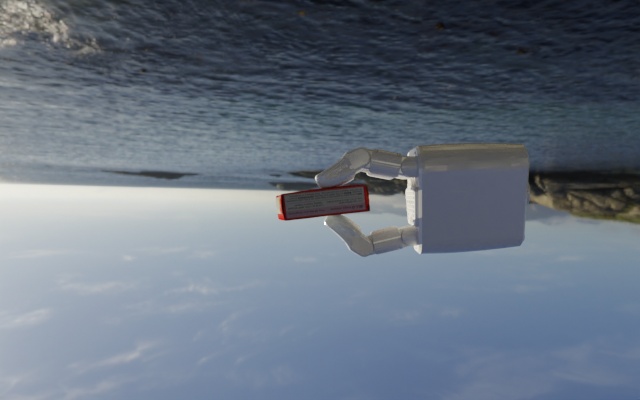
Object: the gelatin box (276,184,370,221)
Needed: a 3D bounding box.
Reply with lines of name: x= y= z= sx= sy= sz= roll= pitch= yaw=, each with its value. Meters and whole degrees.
gelatin box: x=0.000 y=0.002 z=0.502 sx=0.089 sy=0.030 sz=0.073 roll=-7 pitch=0 yaw=-9
